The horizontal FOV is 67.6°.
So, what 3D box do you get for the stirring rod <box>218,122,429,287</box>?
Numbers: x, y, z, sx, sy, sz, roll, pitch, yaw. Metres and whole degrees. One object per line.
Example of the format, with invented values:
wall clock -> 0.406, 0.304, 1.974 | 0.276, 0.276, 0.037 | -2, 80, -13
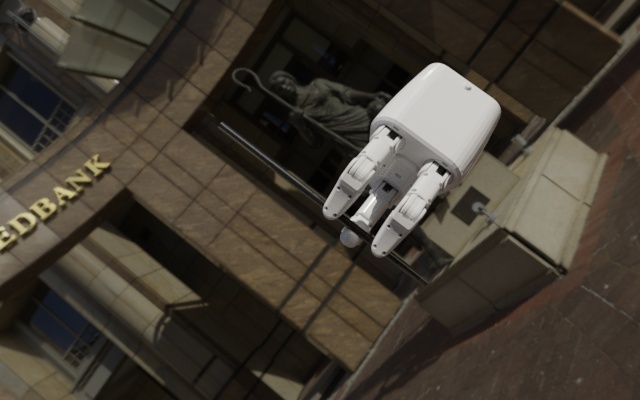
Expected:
stirring rod -> 0.000, 0.001, 0.440 | 0.239, 0.011, 0.011 | 38, 5, 6
